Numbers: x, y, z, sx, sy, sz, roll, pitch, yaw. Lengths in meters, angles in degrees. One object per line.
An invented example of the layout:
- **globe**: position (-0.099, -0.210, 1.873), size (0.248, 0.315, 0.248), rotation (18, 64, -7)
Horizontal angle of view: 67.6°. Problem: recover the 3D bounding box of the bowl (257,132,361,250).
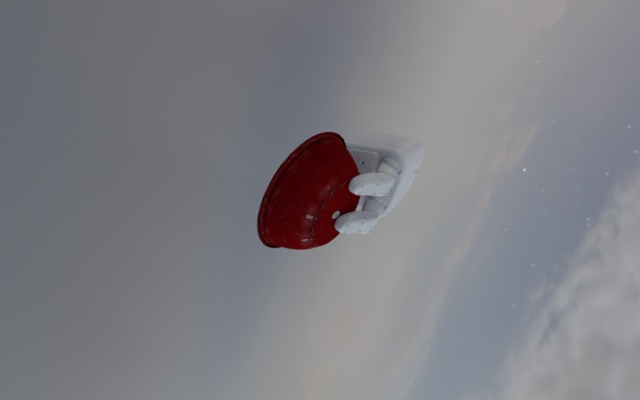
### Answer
- **bowl**: position (0.000, 0.003, 0.570), size (0.055, 0.162, 0.162), rotation (34, 16, 26)
